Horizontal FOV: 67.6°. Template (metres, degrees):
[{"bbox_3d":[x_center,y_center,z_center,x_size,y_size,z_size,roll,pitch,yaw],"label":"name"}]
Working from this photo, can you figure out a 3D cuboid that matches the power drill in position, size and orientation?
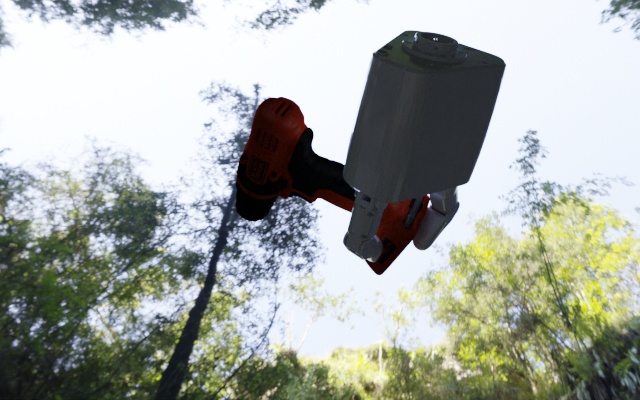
[{"bbox_3d":[0.001,0.002,0.488,0.187,0.057,0.184,28,-34,1],"label":"power drill"}]
